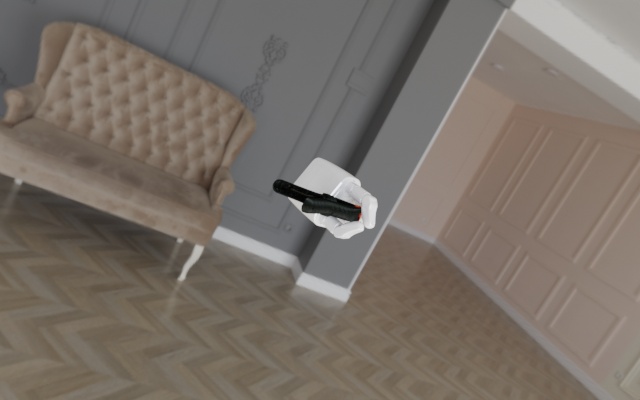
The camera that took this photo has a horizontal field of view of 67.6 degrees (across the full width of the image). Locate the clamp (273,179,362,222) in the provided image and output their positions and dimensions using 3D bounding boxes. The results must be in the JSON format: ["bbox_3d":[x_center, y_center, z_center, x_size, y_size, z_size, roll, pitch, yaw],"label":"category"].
[{"bbox_3d":[0.001,0.002,0.837,0.171,0.039,0.120,17,16,-45],"label":"clamp"}]
